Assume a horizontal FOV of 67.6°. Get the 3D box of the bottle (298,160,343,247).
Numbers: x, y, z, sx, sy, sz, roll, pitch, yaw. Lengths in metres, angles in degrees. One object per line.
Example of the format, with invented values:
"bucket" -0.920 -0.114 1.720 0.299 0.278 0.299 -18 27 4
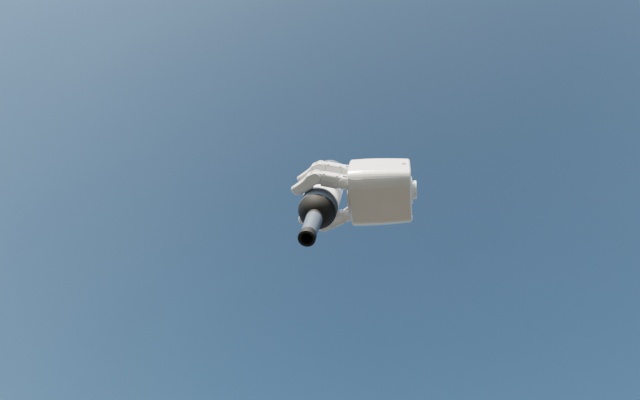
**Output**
"bottle" 0.000 0.003 0.847 0.069 0.069 0.295 0 22 9
